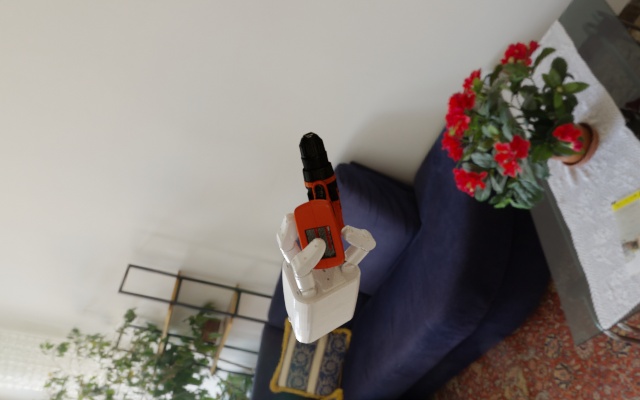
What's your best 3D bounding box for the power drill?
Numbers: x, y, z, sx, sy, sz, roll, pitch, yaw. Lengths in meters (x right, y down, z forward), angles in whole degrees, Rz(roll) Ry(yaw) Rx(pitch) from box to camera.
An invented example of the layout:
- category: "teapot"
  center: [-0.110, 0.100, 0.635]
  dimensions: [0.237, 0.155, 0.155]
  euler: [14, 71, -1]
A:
- category: "power drill"
  center: [0.000, 0.003, 0.723]
  dimensions: [0.057, 0.184, 0.187]
  euler: [-13, 21, 9]
